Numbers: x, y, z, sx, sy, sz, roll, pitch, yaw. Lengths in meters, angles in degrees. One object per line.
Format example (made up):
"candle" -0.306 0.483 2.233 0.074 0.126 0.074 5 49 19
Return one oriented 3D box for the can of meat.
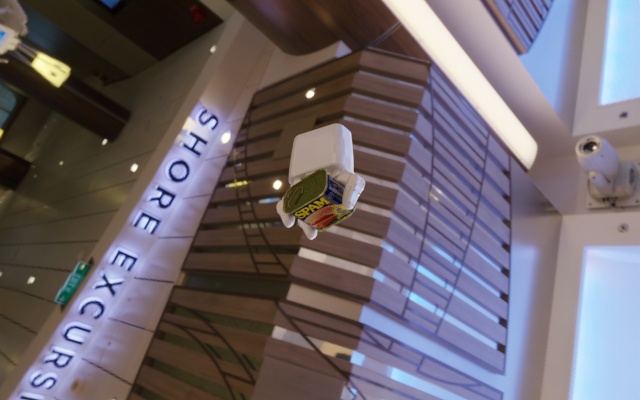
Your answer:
"can of meat" 0.000 0.003 0.826 0.102 0.057 0.084 -30 -47 32
